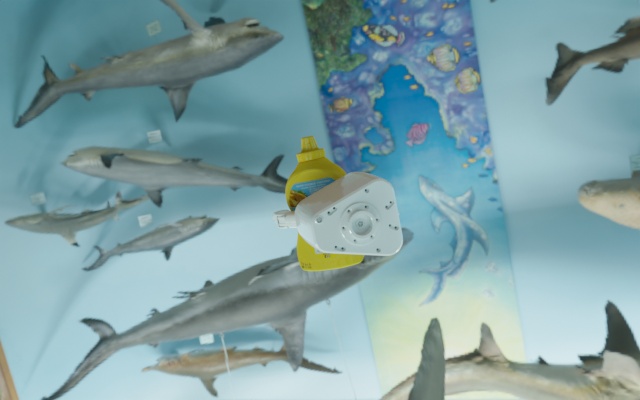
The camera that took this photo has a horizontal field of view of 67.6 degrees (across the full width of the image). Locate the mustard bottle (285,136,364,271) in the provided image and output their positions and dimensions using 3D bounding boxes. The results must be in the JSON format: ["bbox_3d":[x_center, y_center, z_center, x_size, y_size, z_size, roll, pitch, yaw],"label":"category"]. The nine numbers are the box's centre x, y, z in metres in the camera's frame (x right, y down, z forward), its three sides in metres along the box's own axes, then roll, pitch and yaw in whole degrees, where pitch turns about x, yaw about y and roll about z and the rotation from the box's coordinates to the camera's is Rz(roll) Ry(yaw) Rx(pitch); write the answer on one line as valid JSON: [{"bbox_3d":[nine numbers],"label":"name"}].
[{"bbox_3d":[0.000,0.002,0.692,0.096,0.191,0.058,-10,8,15],"label":"mustard bottle"}]
